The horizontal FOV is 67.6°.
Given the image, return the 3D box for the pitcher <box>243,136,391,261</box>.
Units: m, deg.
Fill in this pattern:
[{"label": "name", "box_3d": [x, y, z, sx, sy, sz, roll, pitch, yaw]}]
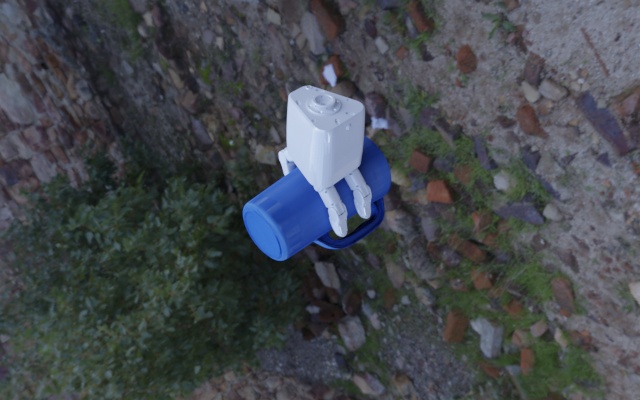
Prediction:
[{"label": "pitcher", "box_3d": [0.000, 0.002, 0.801, 0.242, 0.145, 0.149, -35, 58, -30]}]
